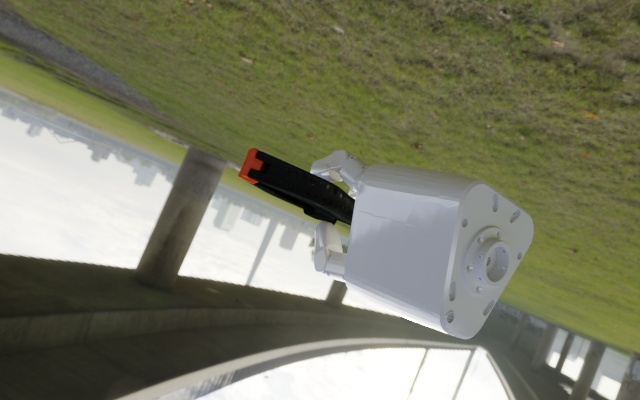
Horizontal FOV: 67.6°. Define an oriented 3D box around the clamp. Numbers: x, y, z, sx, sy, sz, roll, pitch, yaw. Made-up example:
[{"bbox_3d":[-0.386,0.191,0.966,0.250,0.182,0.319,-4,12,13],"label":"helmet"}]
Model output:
[{"bbox_3d":[0.000,0.002,0.491,0.210,0.036,0.164,26,-9,-34],"label":"clamp"}]
